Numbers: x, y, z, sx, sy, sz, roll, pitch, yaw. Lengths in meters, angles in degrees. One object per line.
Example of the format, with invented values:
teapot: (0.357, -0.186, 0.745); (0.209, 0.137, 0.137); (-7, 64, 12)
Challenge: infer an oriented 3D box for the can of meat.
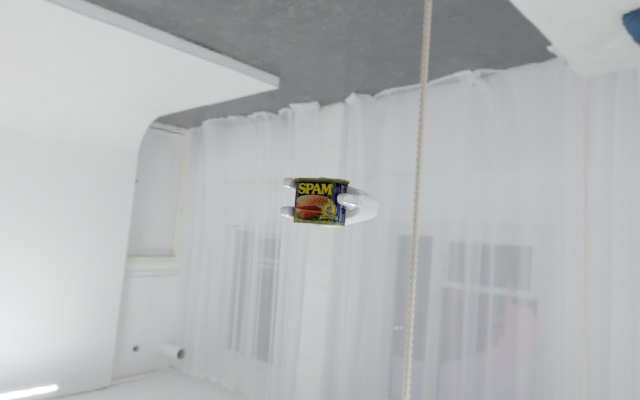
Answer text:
can of meat: (0.000, 0.003, 0.886); (0.102, 0.084, 0.057); (3, -4, 26)
